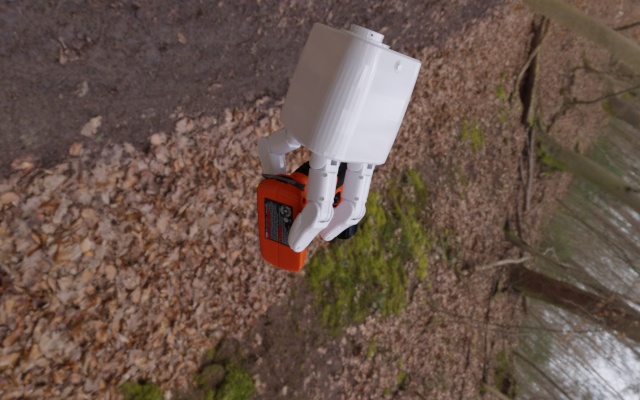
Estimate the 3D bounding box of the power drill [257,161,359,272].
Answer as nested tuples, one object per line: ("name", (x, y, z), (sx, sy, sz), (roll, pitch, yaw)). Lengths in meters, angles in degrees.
("power drill", (0.000, 0.002, 0.567), (0.057, 0.184, 0.187), (14, 34, 24))
